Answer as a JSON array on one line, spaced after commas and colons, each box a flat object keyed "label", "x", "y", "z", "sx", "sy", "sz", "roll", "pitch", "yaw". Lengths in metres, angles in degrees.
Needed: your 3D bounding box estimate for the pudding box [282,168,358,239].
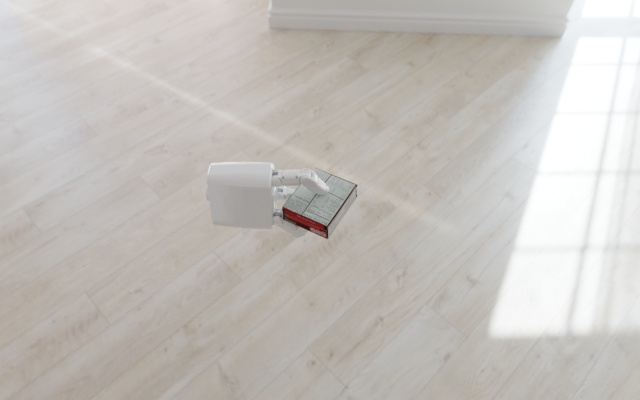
[{"label": "pudding box", "x": 0.000, "y": 0.003, "z": 0.823, "sx": 0.090, "sy": 0.113, "sz": 0.039, "roll": 24, "pitch": -35, "yaw": 18}]
